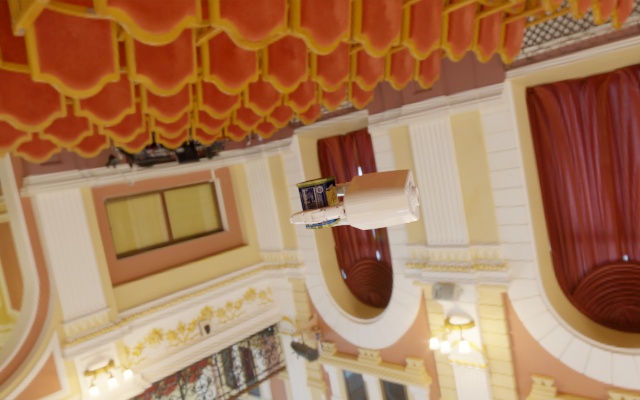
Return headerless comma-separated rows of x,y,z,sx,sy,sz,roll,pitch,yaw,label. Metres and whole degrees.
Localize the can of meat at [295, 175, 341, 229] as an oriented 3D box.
0.000,0.003,0.862,0.057,0.084,0.102,-10,5,16,can of meat
